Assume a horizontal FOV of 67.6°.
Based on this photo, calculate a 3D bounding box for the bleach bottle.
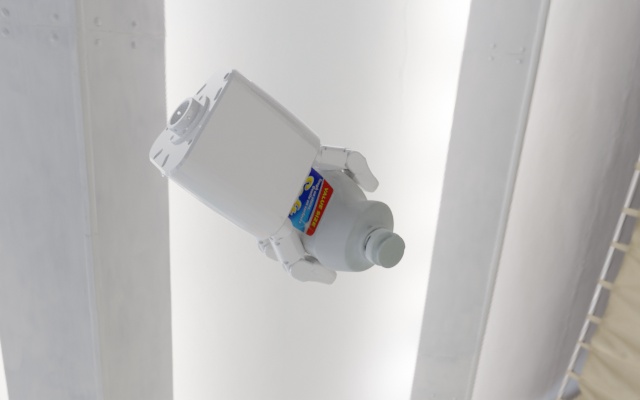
[{"bbox_3d":[0.000,0.002,0.491,0.068,0.102,0.250,39,-6,-34],"label":"bleach bottle"}]
